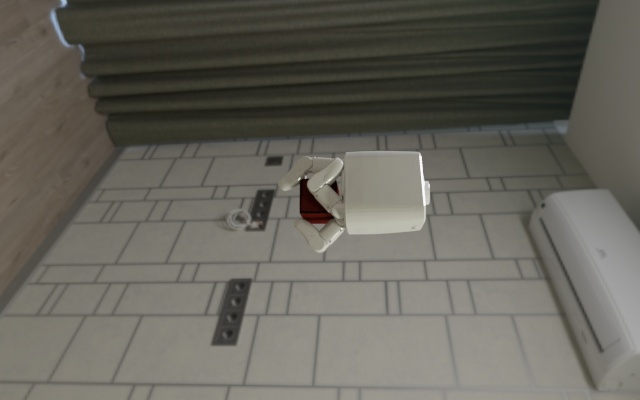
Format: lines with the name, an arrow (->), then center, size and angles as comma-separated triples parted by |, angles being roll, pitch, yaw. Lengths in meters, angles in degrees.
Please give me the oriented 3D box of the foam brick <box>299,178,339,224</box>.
foam brick -> 0.000, 0.002, 0.702 | 0.051, 0.053, 0.078 | -2, -13, 6
